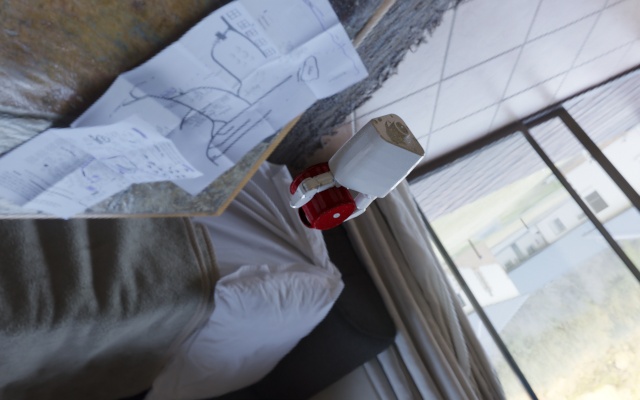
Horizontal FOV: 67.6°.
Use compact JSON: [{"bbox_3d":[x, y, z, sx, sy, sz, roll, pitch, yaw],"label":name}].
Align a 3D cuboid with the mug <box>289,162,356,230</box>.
[{"bbox_3d":[-0.001,0.004,0.806,0.093,0.081,0.117,-2,-36,-44],"label":"mug"}]
